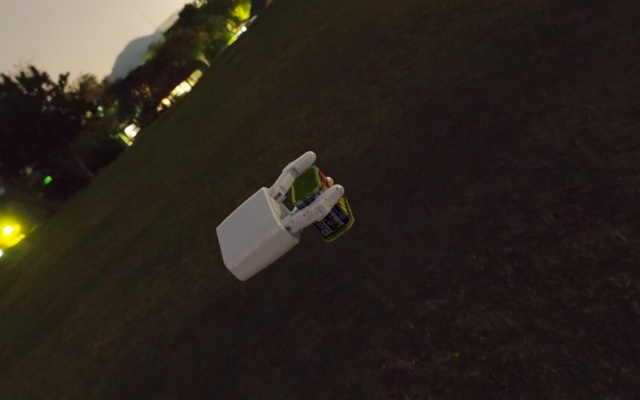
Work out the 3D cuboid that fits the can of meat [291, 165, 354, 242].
[{"bbox_3d":[0.000,0.002,0.742,0.057,0.084,0.102,-37,23,11],"label":"can of meat"}]
